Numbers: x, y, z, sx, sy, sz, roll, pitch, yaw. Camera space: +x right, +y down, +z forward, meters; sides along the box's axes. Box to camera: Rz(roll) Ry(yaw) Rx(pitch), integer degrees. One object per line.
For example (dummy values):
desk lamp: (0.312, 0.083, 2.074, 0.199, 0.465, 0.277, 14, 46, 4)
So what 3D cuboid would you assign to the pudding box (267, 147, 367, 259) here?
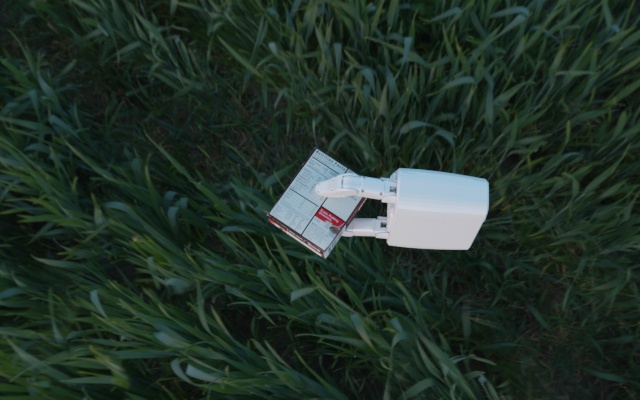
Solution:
pudding box: (0.000, 0.002, 0.607, 0.090, 0.113, 0.039, 33, -14, 10)
